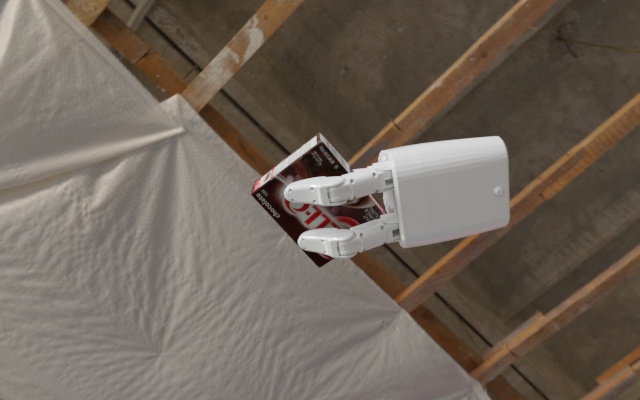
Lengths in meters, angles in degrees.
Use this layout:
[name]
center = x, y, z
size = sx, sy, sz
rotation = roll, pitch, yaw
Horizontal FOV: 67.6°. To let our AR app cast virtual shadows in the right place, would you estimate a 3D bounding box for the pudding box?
[pudding box]
center = 0.000, 0.001, 0.485
size = 0.090, 0.113, 0.039
rotation = -36, 18, 14
